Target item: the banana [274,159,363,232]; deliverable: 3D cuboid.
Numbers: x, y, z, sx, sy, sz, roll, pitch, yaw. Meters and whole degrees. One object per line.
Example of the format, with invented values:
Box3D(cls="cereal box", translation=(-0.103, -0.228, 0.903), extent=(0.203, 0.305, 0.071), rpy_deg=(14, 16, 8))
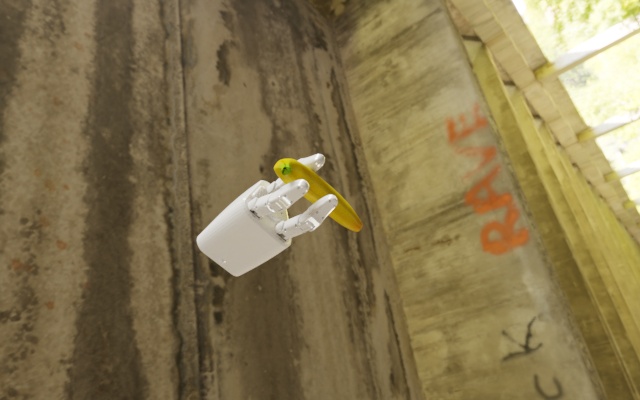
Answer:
Box3D(cls="banana", translation=(-0.008, -0.012, 0.695), extent=(0.037, 0.069, 0.198), rpy_deg=(-40, -44, 14))
